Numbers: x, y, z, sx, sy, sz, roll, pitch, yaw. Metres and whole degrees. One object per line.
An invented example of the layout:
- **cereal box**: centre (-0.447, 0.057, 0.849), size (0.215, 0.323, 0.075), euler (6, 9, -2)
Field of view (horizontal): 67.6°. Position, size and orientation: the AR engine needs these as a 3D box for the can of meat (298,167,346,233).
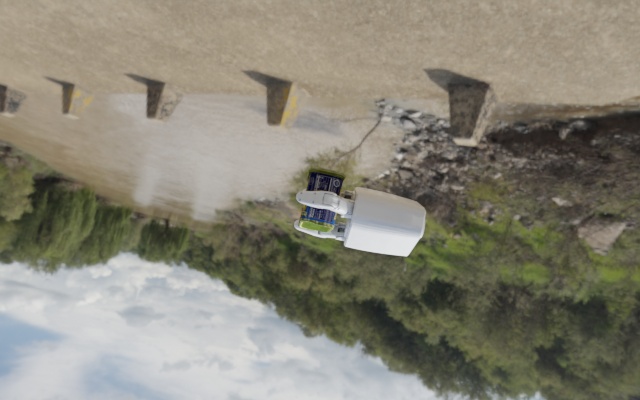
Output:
- **can of meat**: centre (0.000, 0.003, 0.744), size (0.057, 0.084, 0.102), euler (12, -10, -2)
